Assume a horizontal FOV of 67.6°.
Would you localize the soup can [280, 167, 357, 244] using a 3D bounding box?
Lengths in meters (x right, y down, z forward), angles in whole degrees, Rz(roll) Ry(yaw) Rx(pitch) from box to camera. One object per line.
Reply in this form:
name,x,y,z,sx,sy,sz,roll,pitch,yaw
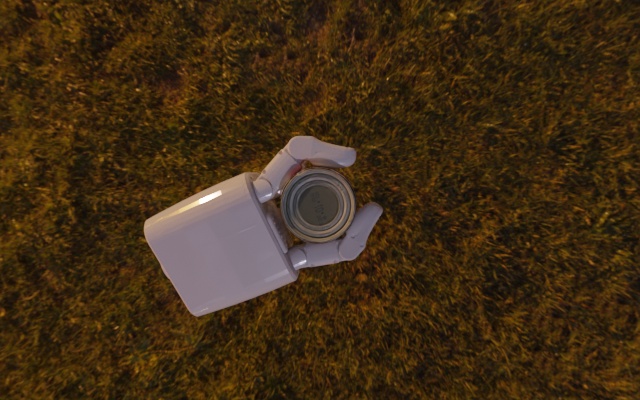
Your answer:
soup can,0.001,0.001,0.456,0.068,0.068,0.102,0,3,3
